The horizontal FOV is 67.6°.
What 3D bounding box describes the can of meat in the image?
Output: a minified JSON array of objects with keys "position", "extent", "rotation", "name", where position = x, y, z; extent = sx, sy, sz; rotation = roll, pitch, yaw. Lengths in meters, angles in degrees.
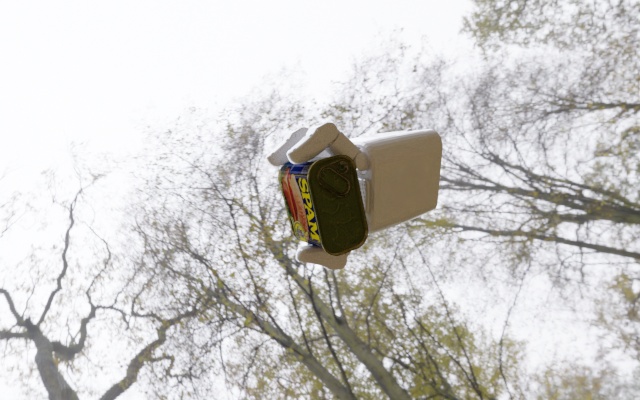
[{"position":[0.000,0.002,0.522],"extent":[0.057,0.102,0.084],"rotation":[-18,13,-26],"name":"can of meat"}]
